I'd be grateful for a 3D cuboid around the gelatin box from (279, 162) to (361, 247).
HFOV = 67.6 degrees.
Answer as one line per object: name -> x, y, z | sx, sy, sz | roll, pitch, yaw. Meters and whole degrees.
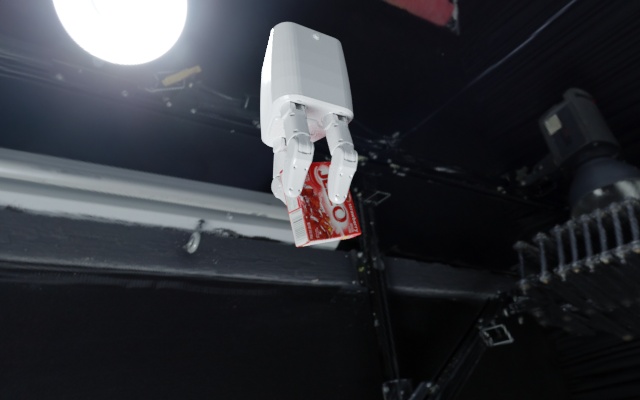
gelatin box -> 0.000, 0.002, 0.530 | 0.073, 0.089, 0.030 | -6, -13, -37
